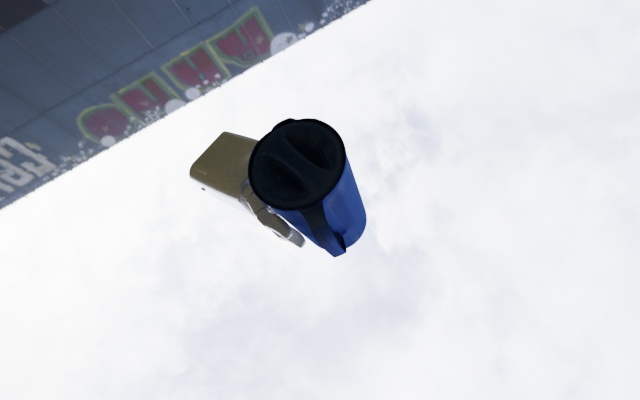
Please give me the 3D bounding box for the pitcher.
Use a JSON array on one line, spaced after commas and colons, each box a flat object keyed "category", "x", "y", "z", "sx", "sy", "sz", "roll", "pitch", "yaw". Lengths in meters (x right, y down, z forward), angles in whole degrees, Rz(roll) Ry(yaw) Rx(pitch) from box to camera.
[{"category": "pitcher", "x": 0.000, "y": 0.002, "z": 0.711, "sx": 0.145, "sy": 0.149, "sz": 0.243, "roll": 19, "pitch": -16, "yaw": 23}]
